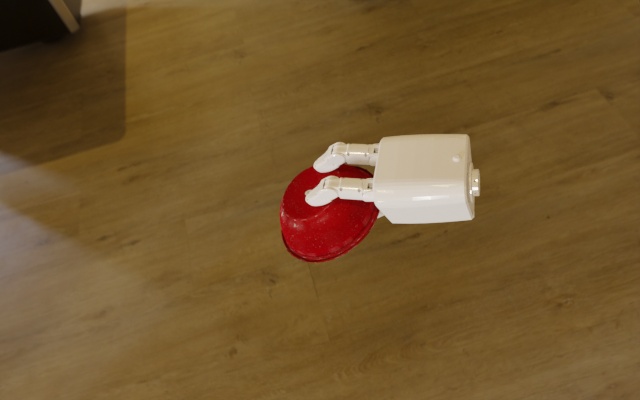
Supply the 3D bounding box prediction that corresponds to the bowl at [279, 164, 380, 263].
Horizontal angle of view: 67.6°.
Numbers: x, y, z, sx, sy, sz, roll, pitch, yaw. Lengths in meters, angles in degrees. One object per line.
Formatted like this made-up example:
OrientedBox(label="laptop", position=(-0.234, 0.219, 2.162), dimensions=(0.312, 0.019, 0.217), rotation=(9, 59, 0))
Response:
OrientedBox(label="bowl", position=(-0.001, 0.002, 0.659), dimensions=(0.162, 0.162, 0.055), rotation=(0, -33, 37))
